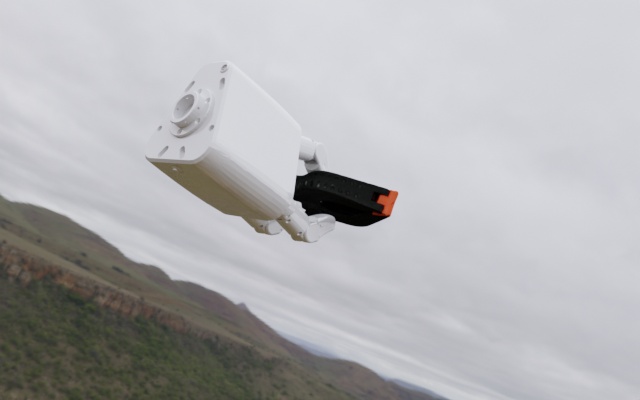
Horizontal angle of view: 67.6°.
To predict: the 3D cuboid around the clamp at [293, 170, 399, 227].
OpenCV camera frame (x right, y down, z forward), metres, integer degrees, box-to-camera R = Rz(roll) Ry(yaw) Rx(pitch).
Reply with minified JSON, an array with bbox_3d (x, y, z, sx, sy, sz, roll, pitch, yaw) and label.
[{"bbox_3d":[0.001,0.001,0.544,0.210,0.036,0.165,8,-22,38],"label":"clamp"}]
